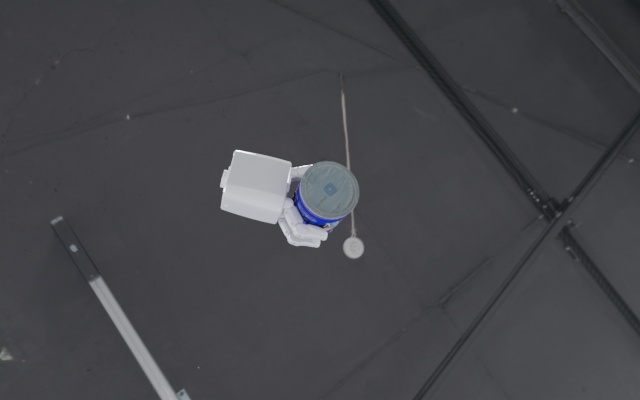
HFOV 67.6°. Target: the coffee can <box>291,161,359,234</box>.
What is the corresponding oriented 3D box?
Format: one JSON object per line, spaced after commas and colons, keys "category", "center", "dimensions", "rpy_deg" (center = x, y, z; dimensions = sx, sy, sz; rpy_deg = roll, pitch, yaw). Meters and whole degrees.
{"category": "coffee can", "center": [0.000, 0.003, 0.864], "dimensions": [0.103, 0.102, 0.140], "rpy_deg": [0, -19, -14]}
